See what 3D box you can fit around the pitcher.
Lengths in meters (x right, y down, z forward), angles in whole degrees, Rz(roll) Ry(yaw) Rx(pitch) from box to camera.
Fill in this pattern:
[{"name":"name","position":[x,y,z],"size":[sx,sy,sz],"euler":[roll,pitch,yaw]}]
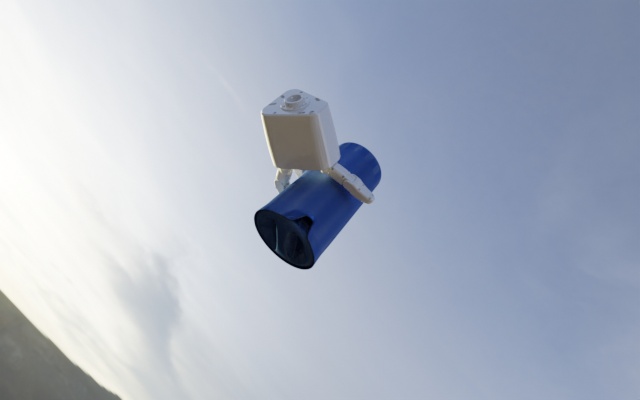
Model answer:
[{"name":"pitcher","position":[0.000,0.003,0.875],"size":[0.149,0.145,0.242],"euler":[19,49,35]}]
